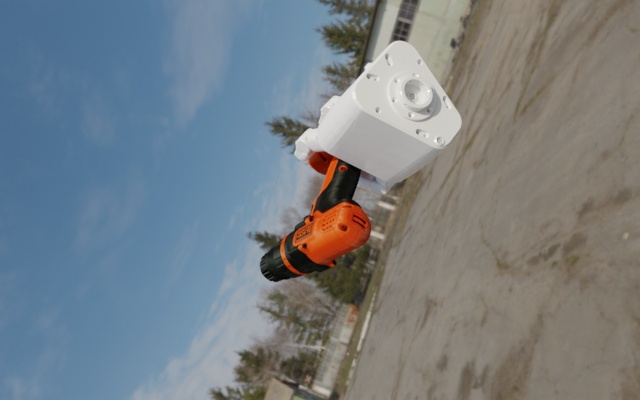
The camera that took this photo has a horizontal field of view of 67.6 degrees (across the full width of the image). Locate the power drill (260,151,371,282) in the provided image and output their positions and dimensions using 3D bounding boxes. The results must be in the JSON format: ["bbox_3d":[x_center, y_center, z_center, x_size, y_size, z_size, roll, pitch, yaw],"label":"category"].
[{"bbox_3d":[0.000,0.001,0.582,0.057,0.187,0.184,31,-38,-26],"label":"power drill"}]
